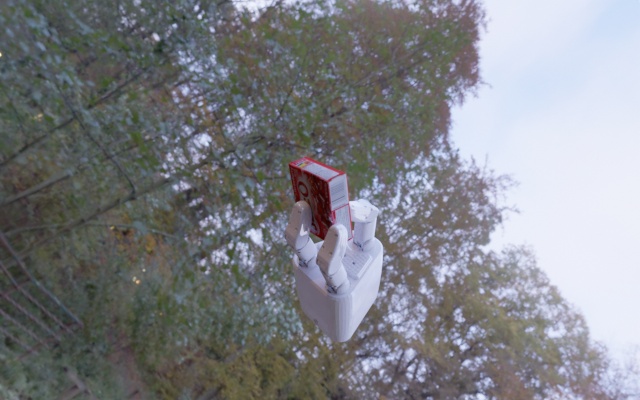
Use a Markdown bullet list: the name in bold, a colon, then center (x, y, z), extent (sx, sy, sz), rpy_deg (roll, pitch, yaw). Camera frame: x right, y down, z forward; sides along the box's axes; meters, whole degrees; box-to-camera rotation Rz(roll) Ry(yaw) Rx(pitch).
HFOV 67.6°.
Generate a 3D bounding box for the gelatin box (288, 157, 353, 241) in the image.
- **gelatin box**: center (0.000, 0.001, 0.552), extent (0.030, 0.089, 0.073), rpy_deg (-27, 35, -30)
